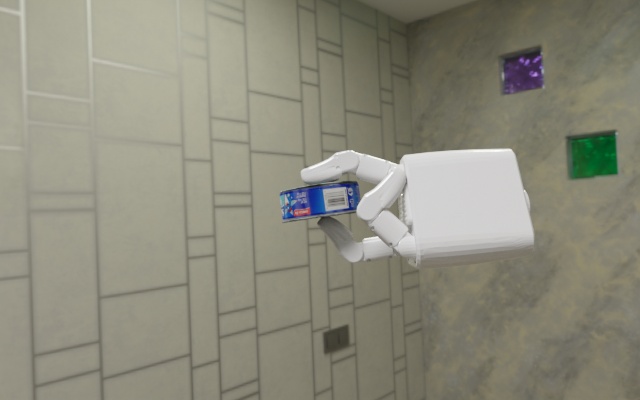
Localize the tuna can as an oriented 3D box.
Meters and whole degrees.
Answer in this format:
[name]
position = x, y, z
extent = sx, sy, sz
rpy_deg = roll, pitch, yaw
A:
[tuna can]
position = 0.000, 0.001, 0.505
extent = 0.086, 0.034, 0.086
rpy_deg = -8, -2, 0
